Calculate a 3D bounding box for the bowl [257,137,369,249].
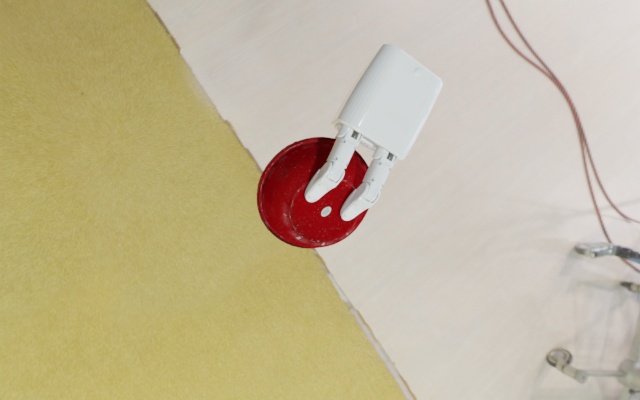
[{"bbox_3d":[0.000,0.003,0.623,0.162,0.162,0.055,0,22,-15],"label":"bowl"}]
